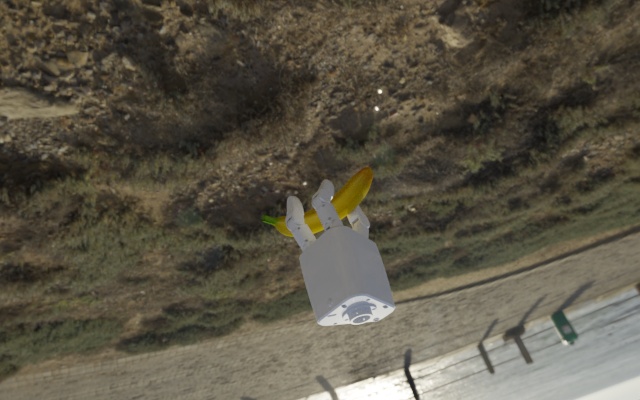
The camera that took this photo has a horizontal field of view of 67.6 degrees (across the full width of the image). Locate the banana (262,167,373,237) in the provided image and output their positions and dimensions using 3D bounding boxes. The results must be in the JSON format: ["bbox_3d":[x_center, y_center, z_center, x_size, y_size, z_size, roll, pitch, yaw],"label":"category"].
[{"bbox_3d":[0.006,0.013,0.757,0.198,0.037,0.070,-26,-42,17],"label":"banana"}]
